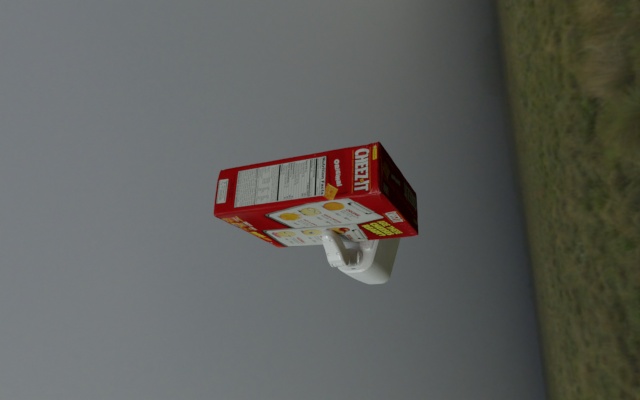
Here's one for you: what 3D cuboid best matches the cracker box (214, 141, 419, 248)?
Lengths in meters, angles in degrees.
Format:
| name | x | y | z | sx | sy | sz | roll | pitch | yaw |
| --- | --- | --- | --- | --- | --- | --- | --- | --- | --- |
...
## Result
| name | x | y | z | sx | sy | sz | roll | pitch | yaw |
| --- | --- | --- | --- | --- | --- | --- | --- | --- | --- |
| cracker box | 0.000 | 0.002 | 0.611 | 0.214 | 0.072 | 0.164 | -8 | -23 | 23 |
